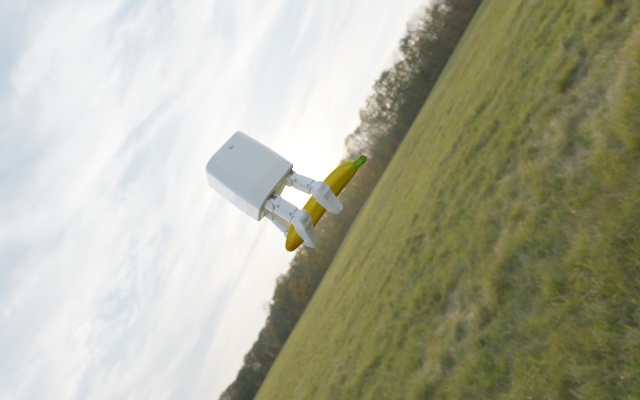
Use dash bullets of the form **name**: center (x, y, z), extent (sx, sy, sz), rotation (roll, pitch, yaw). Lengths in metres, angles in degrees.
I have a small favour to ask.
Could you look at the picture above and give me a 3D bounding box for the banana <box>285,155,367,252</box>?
- **banana**: center (0.000, 0.003, 0.784), extent (0.037, 0.197, 0.069), rotation (38, -12, -1)
